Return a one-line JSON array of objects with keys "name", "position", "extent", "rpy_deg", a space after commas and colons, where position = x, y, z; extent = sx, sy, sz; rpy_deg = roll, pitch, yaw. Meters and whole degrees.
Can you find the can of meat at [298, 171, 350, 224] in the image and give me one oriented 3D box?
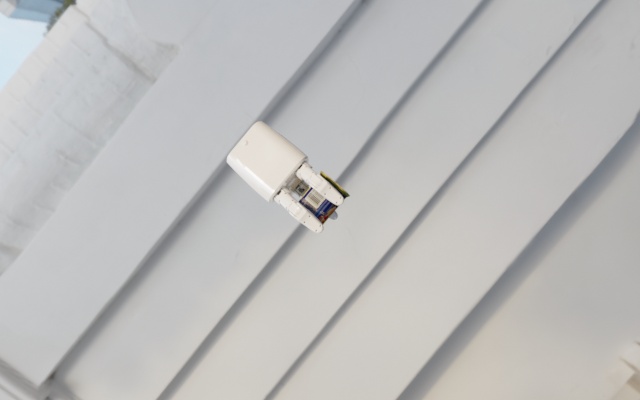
[{"name": "can of meat", "position": [0.000, 0.003, 0.813], "extent": [0.057, 0.084, 0.102], "rpy_deg": [41, 2, 7]}]
